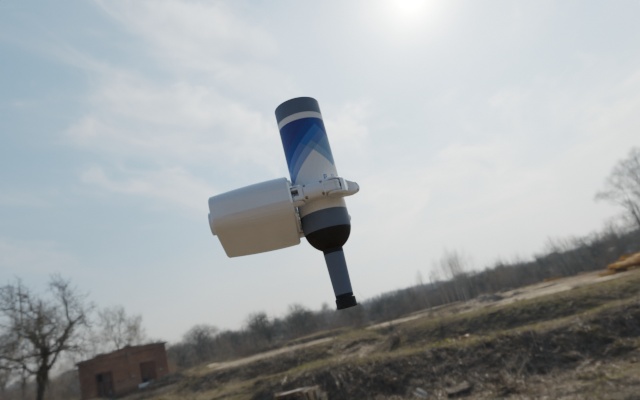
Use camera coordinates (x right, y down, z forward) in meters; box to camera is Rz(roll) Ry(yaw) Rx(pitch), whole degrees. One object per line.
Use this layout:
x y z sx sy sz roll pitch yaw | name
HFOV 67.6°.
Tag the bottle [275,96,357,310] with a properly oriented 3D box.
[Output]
0.000 0.002 0.661 0.069 0.295 0.069 -13 -15 -4 | bottle
